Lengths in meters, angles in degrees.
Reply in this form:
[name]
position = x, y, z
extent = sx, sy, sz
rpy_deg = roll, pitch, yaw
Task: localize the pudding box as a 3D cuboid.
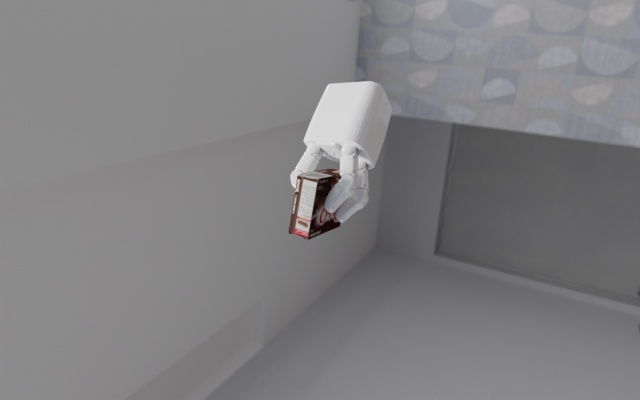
[pudding box]
position = 0.000, 0.002, 0.709
extent = 0.039, 0.090, 0.113
rpy_deg = 16, 14, 26
